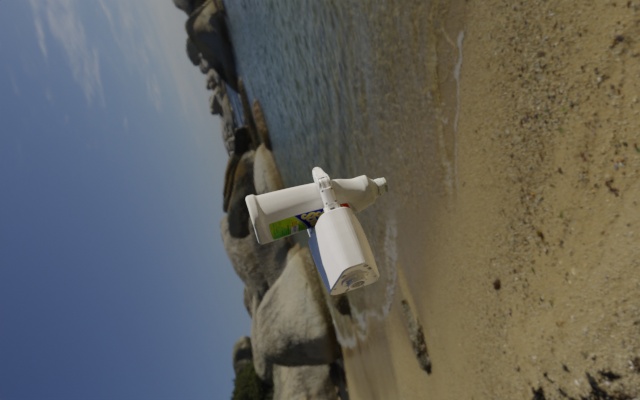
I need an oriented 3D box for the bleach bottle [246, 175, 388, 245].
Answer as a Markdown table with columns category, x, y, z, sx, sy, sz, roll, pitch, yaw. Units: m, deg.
| category | x | y | z | sx | sy | sz | roll | pitch | yaw |
| --- | --- | --- | --- | --- | --- | --- | --- | --- | --- |
| bleach bottle | 0.000 | 0.003 | 0.851 | 0.251 | 0.068 | 0.103 | -17 | -29 | -8 |
